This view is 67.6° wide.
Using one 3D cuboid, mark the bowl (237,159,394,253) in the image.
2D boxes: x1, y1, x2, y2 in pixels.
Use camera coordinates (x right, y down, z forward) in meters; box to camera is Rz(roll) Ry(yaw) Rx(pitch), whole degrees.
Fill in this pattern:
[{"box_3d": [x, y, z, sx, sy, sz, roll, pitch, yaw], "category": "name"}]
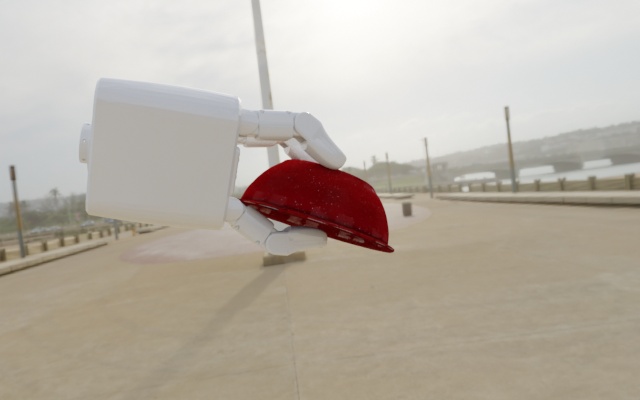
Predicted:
[{"box_3d": [0.001, 0.002, 0.462, 0.162, 0.055, 0.162, 18, -7, 2], "category": "bowl"}]
